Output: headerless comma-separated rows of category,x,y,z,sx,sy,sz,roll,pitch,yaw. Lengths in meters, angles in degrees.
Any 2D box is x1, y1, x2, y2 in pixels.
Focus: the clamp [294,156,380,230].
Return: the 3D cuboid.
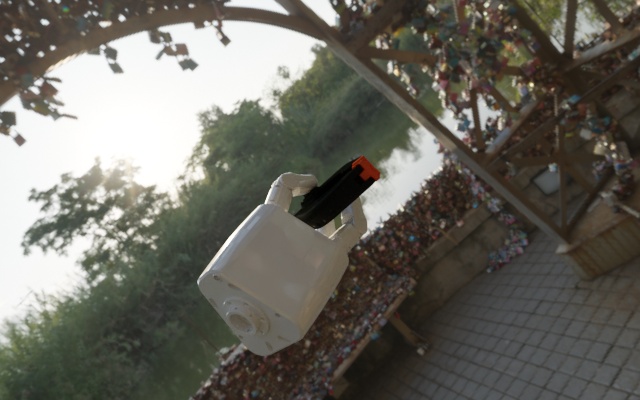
clamp,0.000,0.001,0.570,0.210,0.036,0.164,-39,11,42
